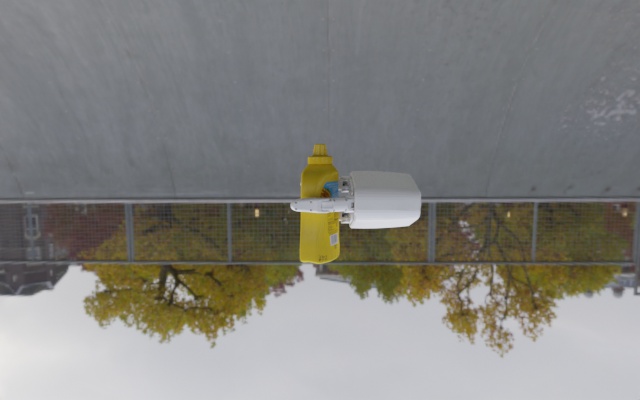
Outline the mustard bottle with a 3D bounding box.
[{"bbox_3d":[0.000,0.003,0.791,0.058,0.191,0.096,3,6,25],"label":"mustard bottle"}]
